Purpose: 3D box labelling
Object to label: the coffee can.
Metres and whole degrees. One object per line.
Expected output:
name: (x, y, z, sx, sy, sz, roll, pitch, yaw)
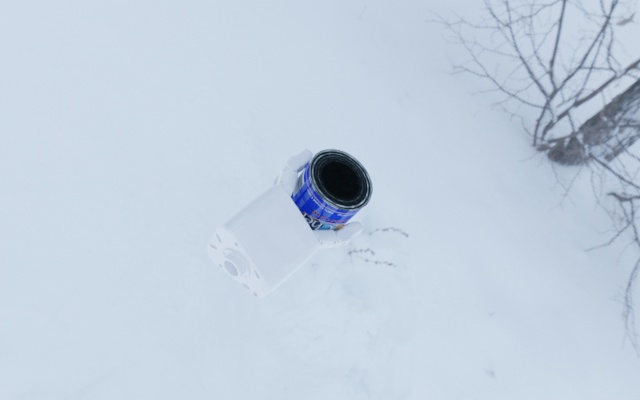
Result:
coffee can: (0.000, 0.002, 0.729, 0.103, 0.102, 0.140, 0, -29, -29)
